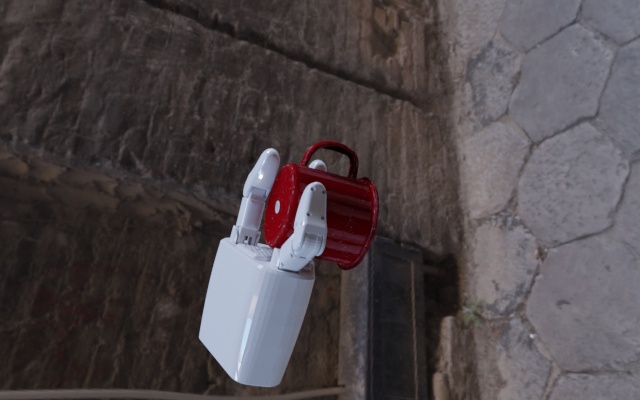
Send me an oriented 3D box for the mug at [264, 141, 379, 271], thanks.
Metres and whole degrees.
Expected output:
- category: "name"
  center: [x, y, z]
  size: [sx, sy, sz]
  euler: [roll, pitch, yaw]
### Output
- category: "mug"
  center: [0.000, 0.000, 0.449]
  size: [0.081, 0.117, 0.093]
  euler: [14, 3, -21]
